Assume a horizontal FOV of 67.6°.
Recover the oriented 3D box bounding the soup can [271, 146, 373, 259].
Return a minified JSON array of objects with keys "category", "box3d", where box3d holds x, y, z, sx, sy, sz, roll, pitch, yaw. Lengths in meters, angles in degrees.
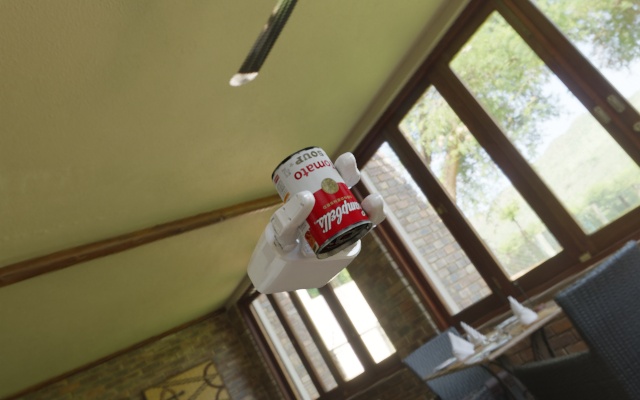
[{"category":"soup can","box3d":[0.000,0.001,0.509,0.068,0.102,0.068,-28,-19,-11]}]
